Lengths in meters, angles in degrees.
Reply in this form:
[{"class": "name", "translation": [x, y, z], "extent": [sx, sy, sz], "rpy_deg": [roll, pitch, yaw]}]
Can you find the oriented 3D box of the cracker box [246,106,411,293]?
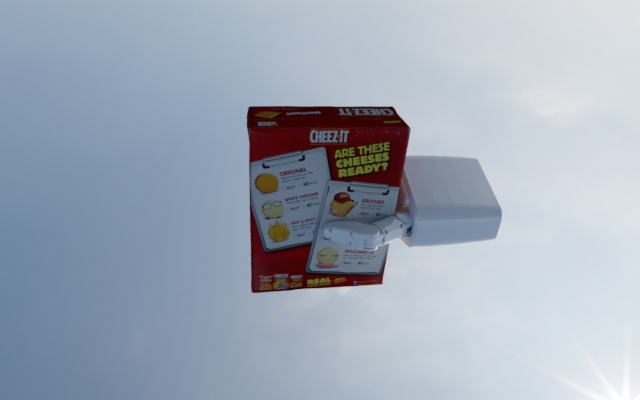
[{"class": "cracker box", "translation": [0.000, 0.002, 0.547], "extent": [0.164, 0.214, 0.072], "rpy_deg": [-2, 32, -10]}]
